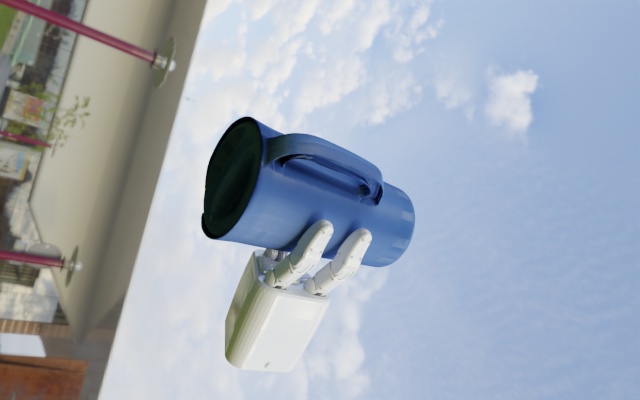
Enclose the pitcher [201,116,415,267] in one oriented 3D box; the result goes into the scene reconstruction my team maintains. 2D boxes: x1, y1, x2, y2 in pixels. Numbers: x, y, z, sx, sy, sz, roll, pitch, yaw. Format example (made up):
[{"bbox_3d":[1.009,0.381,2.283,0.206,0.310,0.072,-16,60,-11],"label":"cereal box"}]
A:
[{"bbox_3d":[0.000,0.002,0.549,0.243,0.145,0.149,18,12,-34],"label":"pitcher"}]
